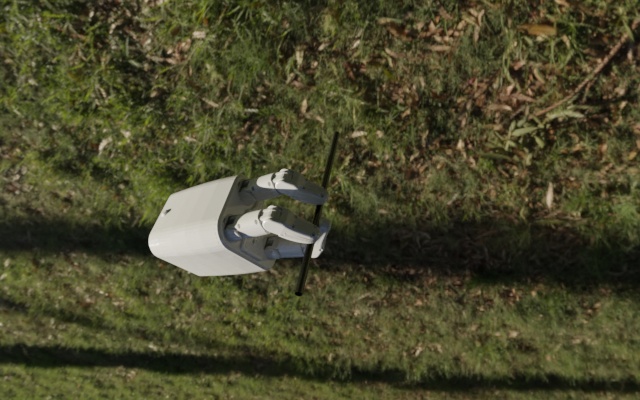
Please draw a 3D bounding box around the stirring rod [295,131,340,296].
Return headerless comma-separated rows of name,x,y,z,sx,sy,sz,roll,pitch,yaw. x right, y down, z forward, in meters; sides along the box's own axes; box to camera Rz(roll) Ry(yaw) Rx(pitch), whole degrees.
stirring rod,0.000,0.002,0.535,0.011,0.239,0.011,7,-42,7
